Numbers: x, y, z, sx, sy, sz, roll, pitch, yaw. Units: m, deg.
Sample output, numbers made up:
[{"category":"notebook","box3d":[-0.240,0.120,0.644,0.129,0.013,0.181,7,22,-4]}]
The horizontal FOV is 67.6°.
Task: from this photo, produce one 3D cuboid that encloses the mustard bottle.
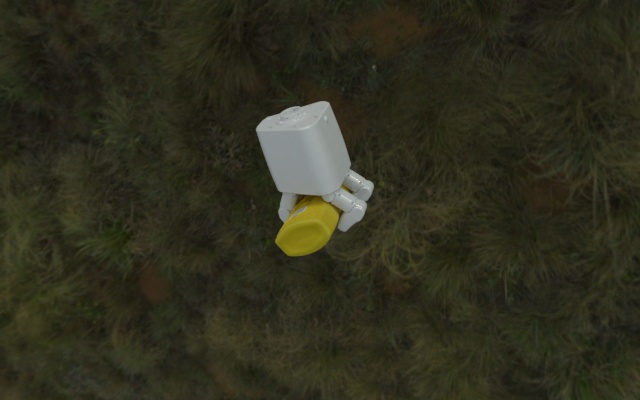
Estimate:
[{"category":"mustard bottle","box3d":[0.000,0.003,0.756,0.096,0.058,0.191,-31,19,35]}]
